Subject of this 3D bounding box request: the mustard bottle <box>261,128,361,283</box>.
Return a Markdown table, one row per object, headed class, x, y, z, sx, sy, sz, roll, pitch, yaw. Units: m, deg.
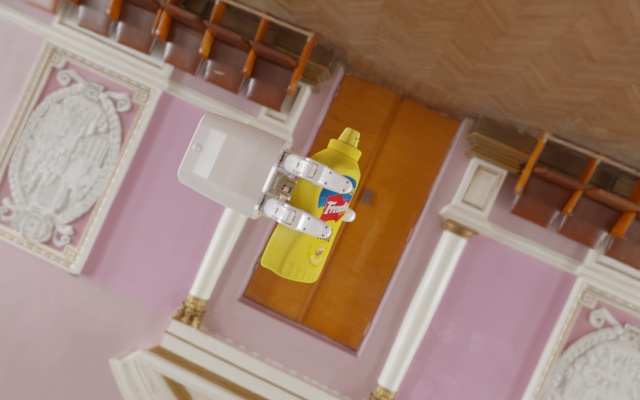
| class | x | y | z | sx | sy | sz | roll | pitch | yaw |
| --- | --- | --- | --- | --- | --- | --- | --- | --- | --- |
| mustard bottle | 0.000 | 0.002 | 0.579 | 0.058 | 0.191 | 0.096 | 24 | 0 | 31 |
